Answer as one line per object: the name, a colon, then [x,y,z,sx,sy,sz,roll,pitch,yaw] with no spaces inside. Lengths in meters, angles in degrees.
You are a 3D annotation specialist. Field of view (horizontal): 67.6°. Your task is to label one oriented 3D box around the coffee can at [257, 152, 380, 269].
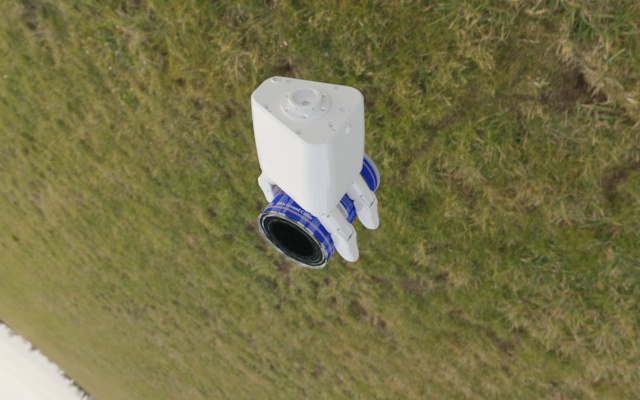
coffee can: [0.000,0.002,0.619,0.103,0.140,0.103,26,-31,17]
